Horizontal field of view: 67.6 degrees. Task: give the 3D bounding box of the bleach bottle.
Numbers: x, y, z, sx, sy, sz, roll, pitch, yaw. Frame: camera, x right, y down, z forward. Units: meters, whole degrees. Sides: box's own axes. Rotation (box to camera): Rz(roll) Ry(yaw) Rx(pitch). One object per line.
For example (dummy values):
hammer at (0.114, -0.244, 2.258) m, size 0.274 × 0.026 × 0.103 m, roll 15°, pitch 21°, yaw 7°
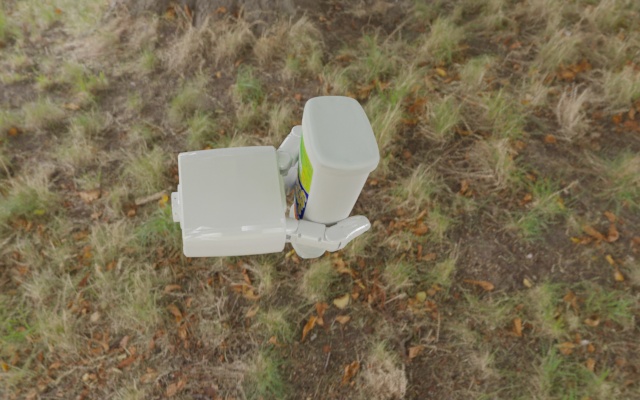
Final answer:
bleach bottle at (0.000, 0.002, 0.563) m, size 0.068 × 0.102 × 0.251 m, roll -3°, pitch -35°, yaw -13°
